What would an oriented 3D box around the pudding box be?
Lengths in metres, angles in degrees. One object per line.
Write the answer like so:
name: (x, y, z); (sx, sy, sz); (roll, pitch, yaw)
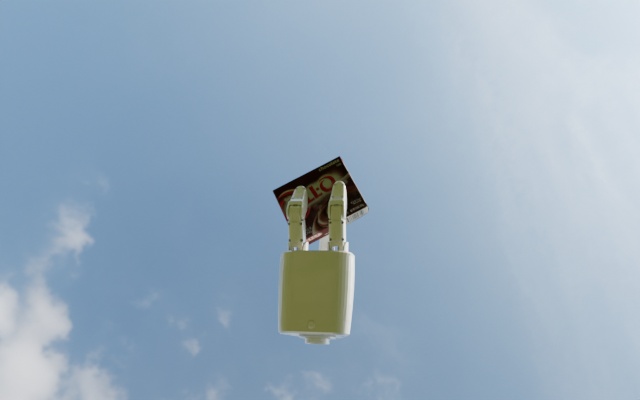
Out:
pudding box: (0.000, 0.002, 0.685); (0.113, 0.090, 0.039); (-27, -22, -1)
